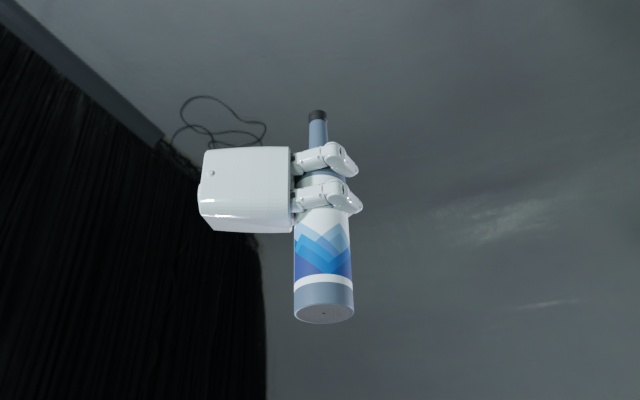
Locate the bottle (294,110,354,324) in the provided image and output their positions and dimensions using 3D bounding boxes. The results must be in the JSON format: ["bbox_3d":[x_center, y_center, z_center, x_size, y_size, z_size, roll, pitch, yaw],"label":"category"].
[{"bbox_3d":[0.000,0.002,0.606,0.069,0.295,0.069,-1,-33,-1],"label":"bottle"}]
